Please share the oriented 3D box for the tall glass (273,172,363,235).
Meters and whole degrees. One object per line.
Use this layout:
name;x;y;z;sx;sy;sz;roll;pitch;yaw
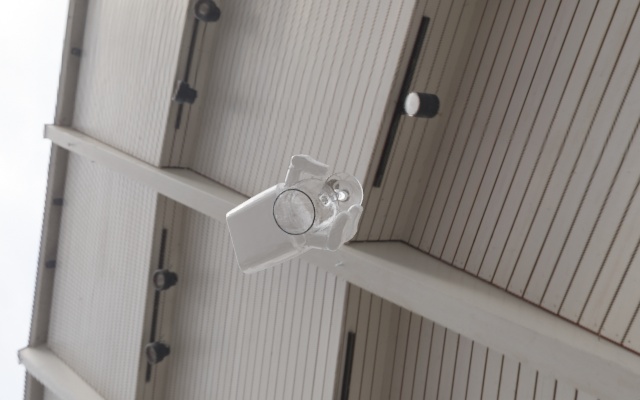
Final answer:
tall glass;0.000;0.002;0.715;0.079;0.079;0.201;0;7;21
